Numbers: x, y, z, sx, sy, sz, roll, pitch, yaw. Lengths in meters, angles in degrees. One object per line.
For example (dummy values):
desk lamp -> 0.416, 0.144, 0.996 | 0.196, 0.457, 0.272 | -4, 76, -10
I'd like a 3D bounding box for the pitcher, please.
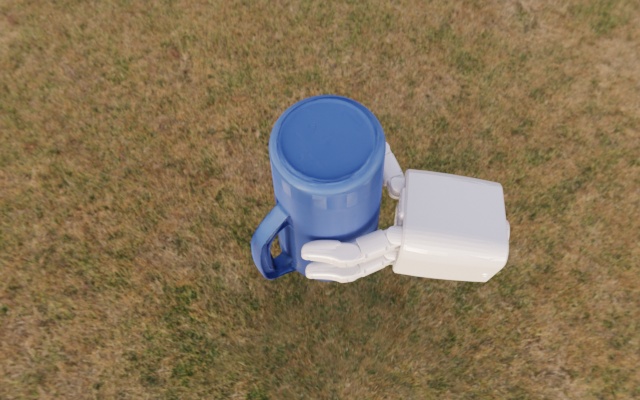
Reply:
pitcher -> 0.000, 0.002, 0.535 | 0.145, 0.149, 0.243 | 7, -25, 5
